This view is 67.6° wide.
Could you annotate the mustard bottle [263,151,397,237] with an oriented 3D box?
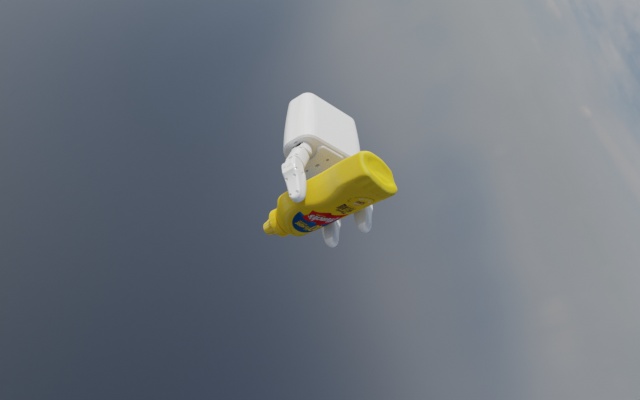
[{"bbox_3d":[0.000,0.002,0.644,0.192,0.058,0.096,-26,-24,25],"label":"mustard bottle"}]
